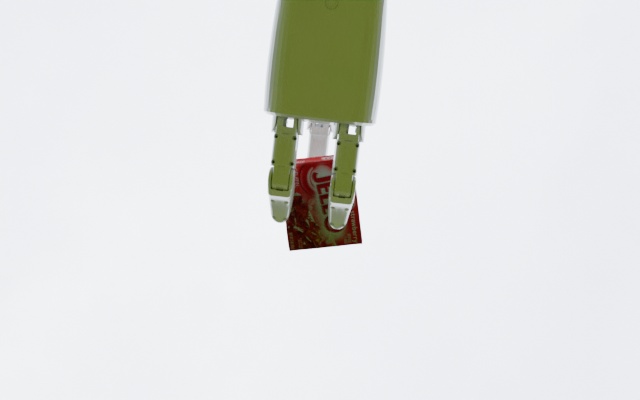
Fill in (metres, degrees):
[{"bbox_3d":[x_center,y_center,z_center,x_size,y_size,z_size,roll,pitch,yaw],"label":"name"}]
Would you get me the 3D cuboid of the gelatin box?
[{"bbox_3d":[0.000,0.002,0.467,0.073,0.089,0.030,-6,16,3],"label":"gelatin box"}]
